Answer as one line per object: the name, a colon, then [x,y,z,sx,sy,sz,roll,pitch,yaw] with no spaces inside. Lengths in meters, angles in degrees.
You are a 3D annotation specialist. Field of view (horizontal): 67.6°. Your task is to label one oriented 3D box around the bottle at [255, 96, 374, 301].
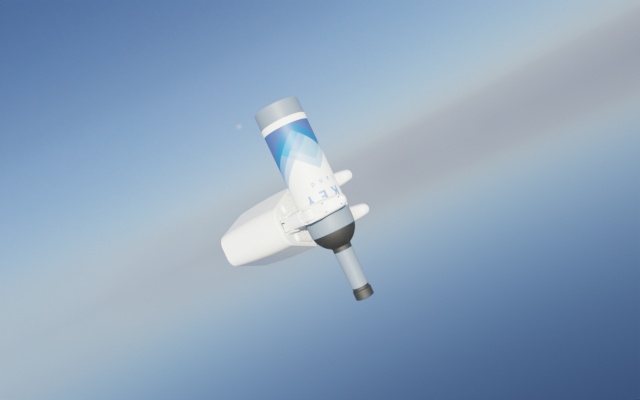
bottle: [0.000,0.002,0.671,0.069,0.295,0.069,-25,0,0]
